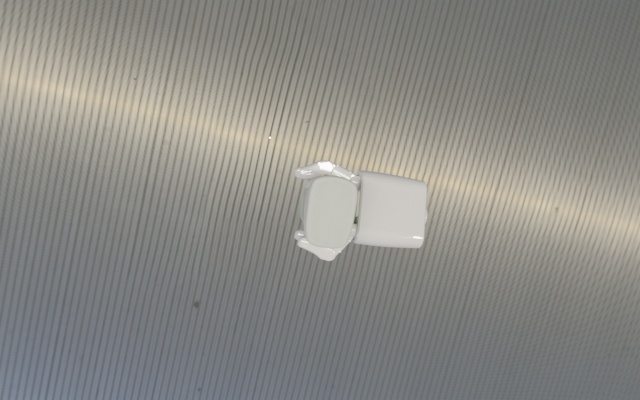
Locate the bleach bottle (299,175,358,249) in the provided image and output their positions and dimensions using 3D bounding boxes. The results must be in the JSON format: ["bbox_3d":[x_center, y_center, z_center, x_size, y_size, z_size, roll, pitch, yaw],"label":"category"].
[{"bbox_3d":[0.000,0.003,0.758,0.068,0.102,0.251,8,7,-7],"label":"bleach bottle"}]
